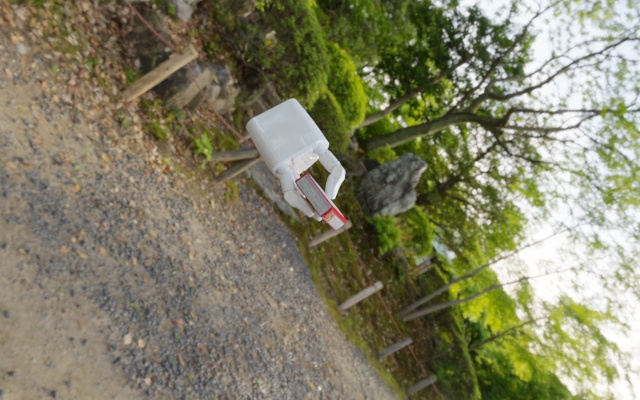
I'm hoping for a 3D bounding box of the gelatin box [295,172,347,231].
[{"bbox_3d":[0.001,0.003,0.814,0.030,0.089,0.073,-39,-30,3],"label":"gelatin box"}]
